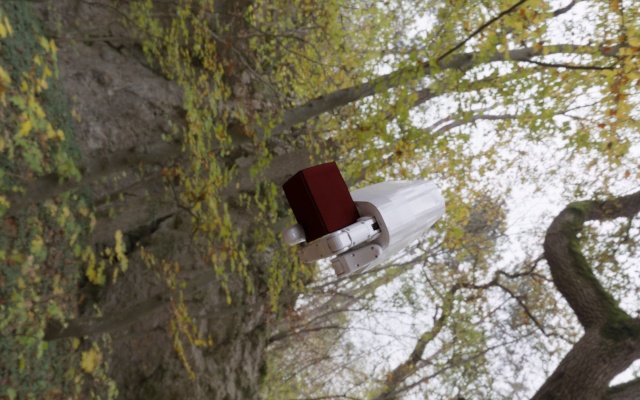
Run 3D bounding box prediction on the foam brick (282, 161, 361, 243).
[{"bbox_3d":[0.000,0.002,0.554,0.051,0.078,0.053,-22,-4,-32],"label":"foam brick"}]
